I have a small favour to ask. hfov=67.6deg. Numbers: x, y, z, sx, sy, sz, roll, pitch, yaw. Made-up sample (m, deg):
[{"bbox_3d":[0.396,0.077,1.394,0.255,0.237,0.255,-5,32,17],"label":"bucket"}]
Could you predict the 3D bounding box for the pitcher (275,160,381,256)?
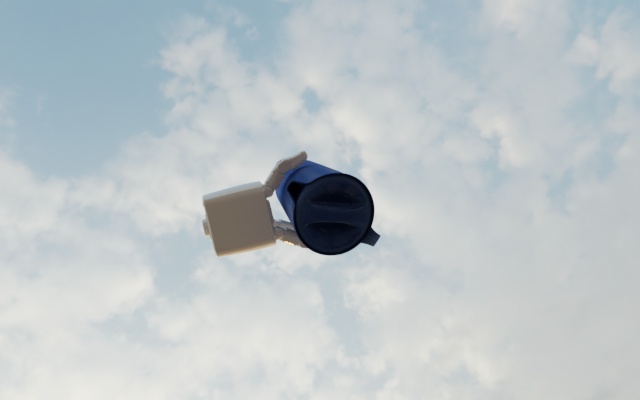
[{"bbox_3d":[0.000,0.003,0.849,0.145,0.149,0.242,-15,17,-12],"label":"pitcher"}]
